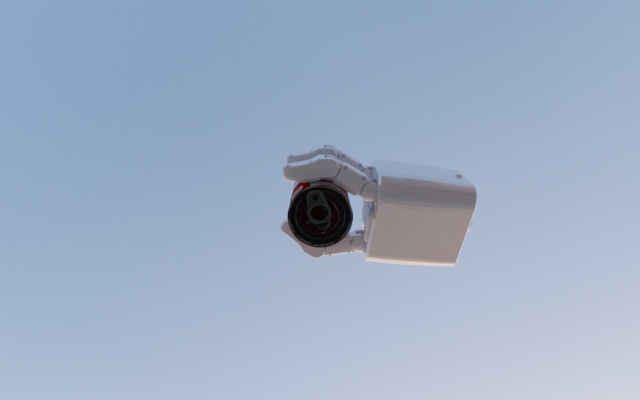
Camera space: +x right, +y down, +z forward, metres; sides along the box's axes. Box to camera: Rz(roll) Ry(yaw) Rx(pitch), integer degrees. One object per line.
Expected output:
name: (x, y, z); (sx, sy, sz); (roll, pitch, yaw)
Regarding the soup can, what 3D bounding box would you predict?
soup can: (0.000, 0.002, 0.538); (0.068, 0.068, 0.102); (0, 18, 0)
